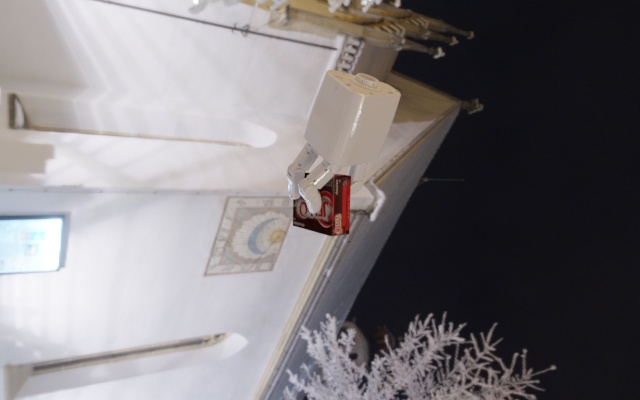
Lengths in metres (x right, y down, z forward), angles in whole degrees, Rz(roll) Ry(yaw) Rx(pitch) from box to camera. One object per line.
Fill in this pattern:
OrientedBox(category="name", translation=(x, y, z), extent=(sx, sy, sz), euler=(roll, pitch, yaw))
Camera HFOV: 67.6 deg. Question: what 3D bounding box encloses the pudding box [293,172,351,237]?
OrientedBox(category="pudding box", translation=(0.000, 0.002, 0.737), extent=(0.039, 0.090, 0.113), euler=(-2, 6, -33))
